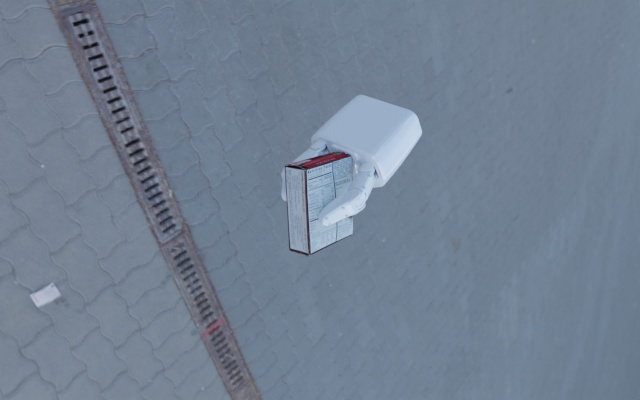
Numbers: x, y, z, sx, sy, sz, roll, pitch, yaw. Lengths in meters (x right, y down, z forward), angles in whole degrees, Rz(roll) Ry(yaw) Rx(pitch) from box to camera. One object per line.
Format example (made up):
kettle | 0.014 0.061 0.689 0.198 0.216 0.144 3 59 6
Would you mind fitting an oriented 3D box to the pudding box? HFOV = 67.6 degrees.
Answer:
pudding box | 0.000 0.002 0.597 0.039 0.113 0.090 11 21 41
